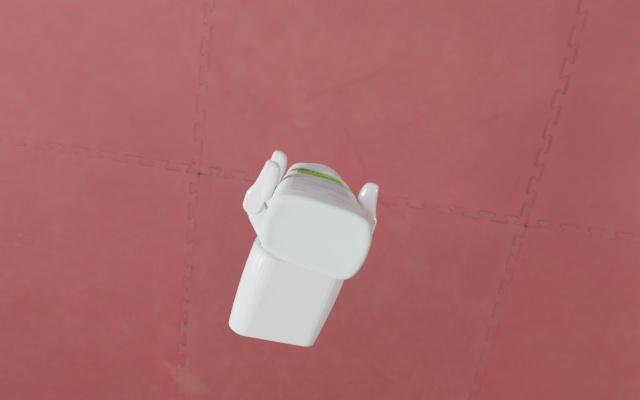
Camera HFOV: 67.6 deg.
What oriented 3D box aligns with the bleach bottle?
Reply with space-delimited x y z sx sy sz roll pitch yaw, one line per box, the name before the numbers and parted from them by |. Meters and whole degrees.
bleach bottle | 0.000 0.002 0.544 0.102 0.068 0.250 19 14 -2
